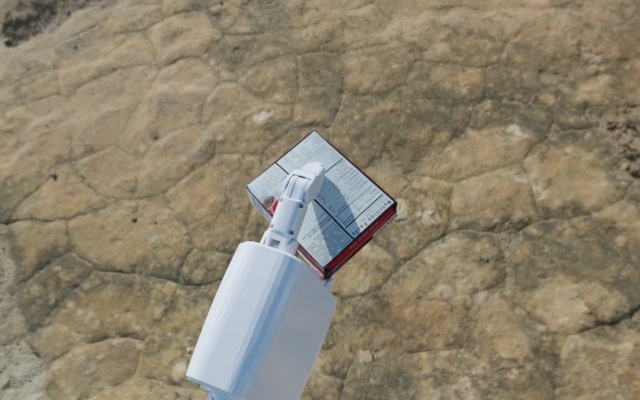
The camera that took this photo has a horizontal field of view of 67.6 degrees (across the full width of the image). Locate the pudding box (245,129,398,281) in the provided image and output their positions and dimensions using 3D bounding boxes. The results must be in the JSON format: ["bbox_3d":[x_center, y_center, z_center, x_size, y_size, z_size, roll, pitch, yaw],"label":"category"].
[{"bbox_3d":[0.000,0.001,0.435,0.090,0.113,0.039,-40,-21,-13],"label":"pudding box"}]
